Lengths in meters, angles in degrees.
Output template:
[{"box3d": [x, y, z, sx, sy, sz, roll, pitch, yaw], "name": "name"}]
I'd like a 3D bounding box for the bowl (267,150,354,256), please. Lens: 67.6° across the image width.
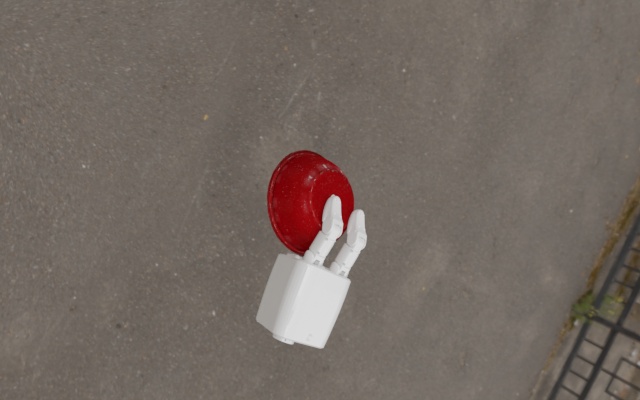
[{"box3d": [0.000, 0.001, 0.707, 0.162, 0.162, 0.055, 0, -4, -45], "name": "bowl"}]
